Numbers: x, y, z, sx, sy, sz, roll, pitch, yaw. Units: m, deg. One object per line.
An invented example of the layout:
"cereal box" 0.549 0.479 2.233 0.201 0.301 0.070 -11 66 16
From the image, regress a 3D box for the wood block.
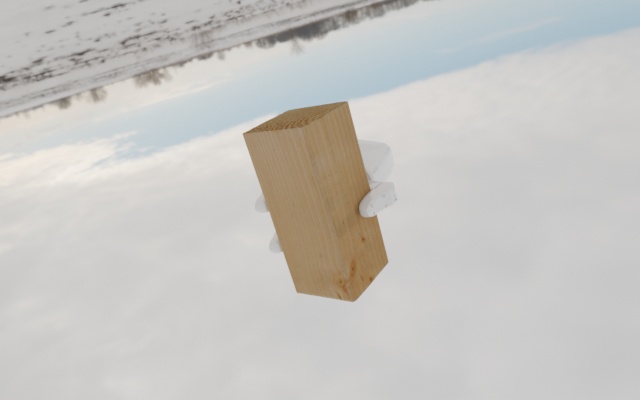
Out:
"wood block" 0.001 0.002 0.553 0.091 0.206 0.090 0 26 38
